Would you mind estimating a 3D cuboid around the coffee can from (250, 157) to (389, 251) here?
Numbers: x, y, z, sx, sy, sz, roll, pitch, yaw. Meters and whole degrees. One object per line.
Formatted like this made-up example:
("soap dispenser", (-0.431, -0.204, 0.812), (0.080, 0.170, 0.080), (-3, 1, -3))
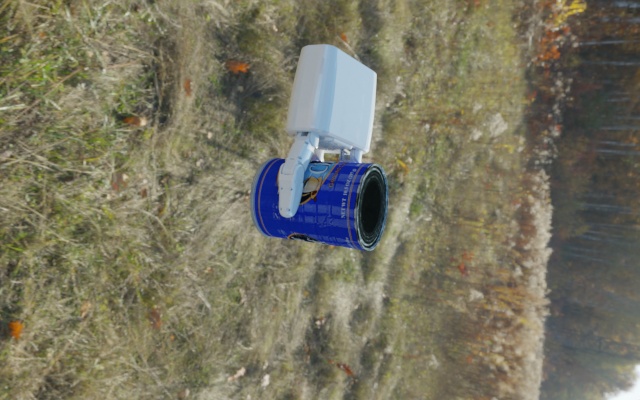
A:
("coffee can", (0.000, 0.002, 0.584), (0.140, 0.103, 0.103), (6, 2, 26))
